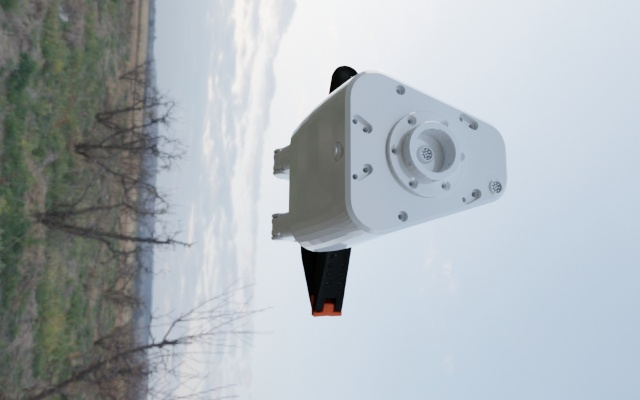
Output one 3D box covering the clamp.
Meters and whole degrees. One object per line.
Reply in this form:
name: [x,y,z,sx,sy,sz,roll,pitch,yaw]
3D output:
clamp: [0.001,0.002,0.455,0.036,0.210,0.164,3,-9,-16]
